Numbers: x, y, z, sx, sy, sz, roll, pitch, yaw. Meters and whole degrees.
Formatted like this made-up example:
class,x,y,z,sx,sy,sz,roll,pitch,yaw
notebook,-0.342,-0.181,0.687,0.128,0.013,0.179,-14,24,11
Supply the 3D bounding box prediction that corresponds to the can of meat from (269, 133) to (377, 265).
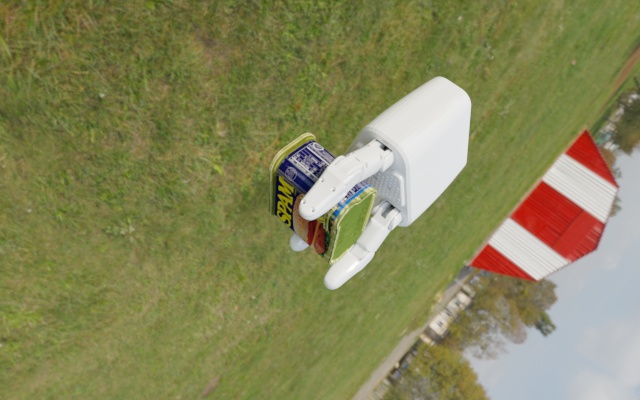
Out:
class,x,y,z,sx,sy,sz,roll,pitch,yaw
can of meat,0.000,0.002,0.450,0.057,0.084,0.102,-39,-22,-28
